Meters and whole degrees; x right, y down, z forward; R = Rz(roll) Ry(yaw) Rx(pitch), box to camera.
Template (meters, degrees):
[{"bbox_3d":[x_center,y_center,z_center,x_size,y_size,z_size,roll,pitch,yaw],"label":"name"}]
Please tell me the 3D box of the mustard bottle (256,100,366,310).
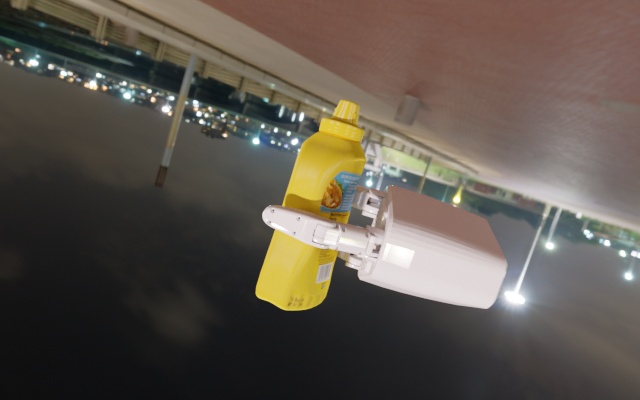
[{"bbox_3d":[0.000,0.002,0.446,0.058,0.191,0.096,20,7,23],"label":"mustard bottle"}]
